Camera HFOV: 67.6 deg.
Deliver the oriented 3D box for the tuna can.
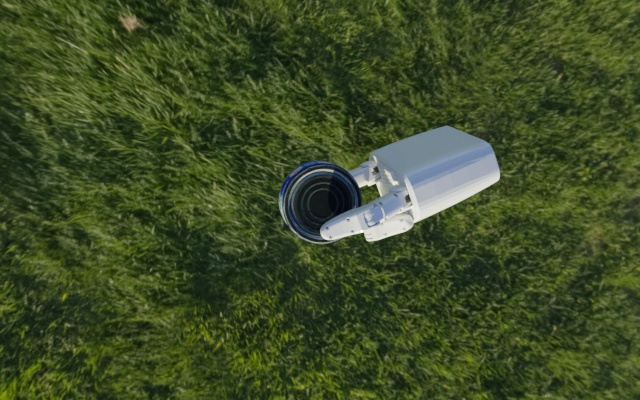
[{"bbox_3d":[0.000,0.002,0.503,0.086,0.086,0.033,0,9,-11],"label":"tuna can"}]
